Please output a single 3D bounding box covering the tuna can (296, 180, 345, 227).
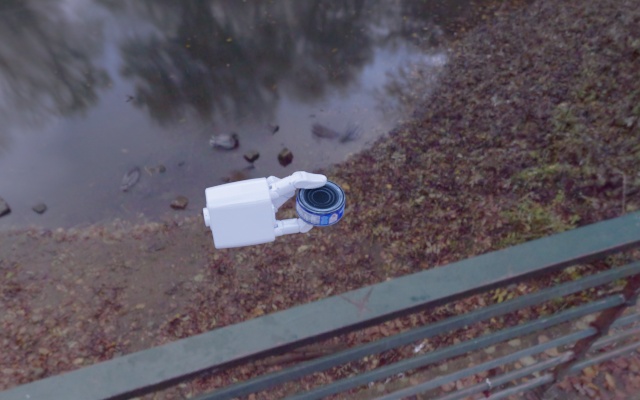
[{"bbox_3d":[0.000,0.002,0.830,0.086,0.086,0.034,0,-44,-6],"label":"tuna can"}]
